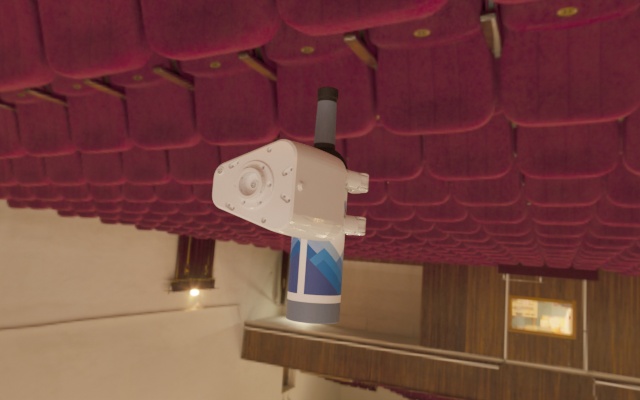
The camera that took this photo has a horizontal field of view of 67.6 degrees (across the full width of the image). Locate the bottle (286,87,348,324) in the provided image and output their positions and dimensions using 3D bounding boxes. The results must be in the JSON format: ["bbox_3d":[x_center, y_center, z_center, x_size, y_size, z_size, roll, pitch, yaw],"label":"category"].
[{"bbox_3d":[0.000,0.002,0.607,0.069,0.295,0.069,4,-6,0],"label":"bottle"}]
